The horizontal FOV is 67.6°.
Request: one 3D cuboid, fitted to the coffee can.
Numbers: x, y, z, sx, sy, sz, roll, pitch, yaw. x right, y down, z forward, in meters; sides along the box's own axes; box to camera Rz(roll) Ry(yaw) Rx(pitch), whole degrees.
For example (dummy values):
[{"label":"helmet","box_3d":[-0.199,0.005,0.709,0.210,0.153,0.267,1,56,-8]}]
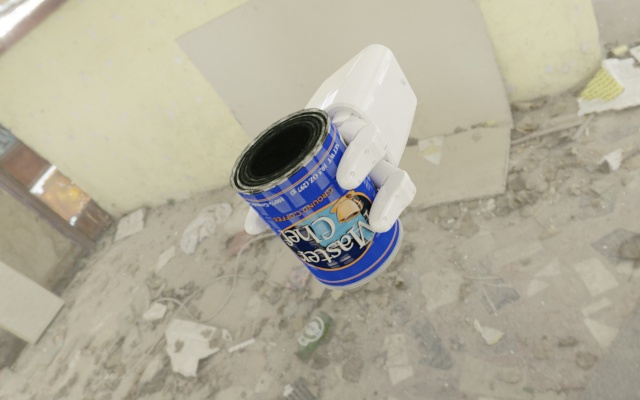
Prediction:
[{"label":"coffee can","box_3d":[0.000,0.002,0.442,0.103,0.102,0.140,0,-42,44]}]
